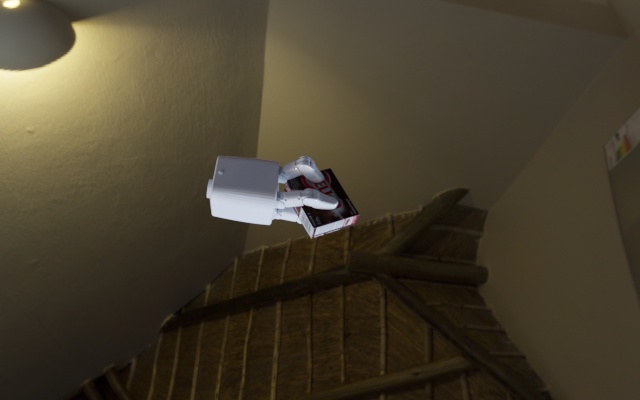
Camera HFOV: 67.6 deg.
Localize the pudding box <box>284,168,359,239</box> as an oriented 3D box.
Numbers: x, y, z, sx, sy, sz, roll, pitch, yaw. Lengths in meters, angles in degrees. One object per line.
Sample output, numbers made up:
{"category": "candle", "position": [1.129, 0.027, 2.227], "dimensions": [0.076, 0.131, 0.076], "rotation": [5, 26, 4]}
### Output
{"category": "pudding box", "position": [0.000, 0.003, 0.825], "dimensions": [0.090, 0.113, 0.039], "rotation": [-16, -30, -24]}
